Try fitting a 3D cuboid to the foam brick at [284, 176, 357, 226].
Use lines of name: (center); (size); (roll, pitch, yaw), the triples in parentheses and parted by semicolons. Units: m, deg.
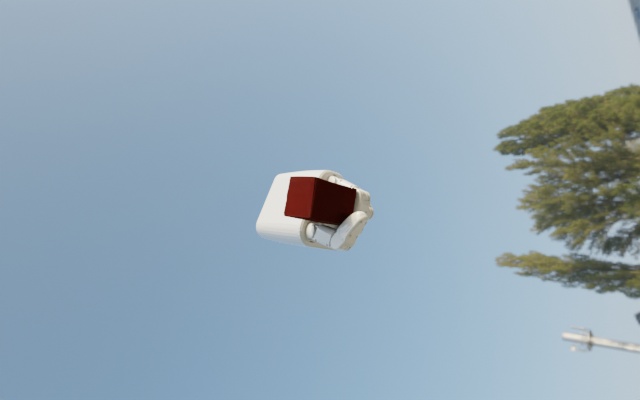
foam brick: (0.000, 0.002, 0.611); (0.051, 0.053, 0.078); (5, -7, 45)
